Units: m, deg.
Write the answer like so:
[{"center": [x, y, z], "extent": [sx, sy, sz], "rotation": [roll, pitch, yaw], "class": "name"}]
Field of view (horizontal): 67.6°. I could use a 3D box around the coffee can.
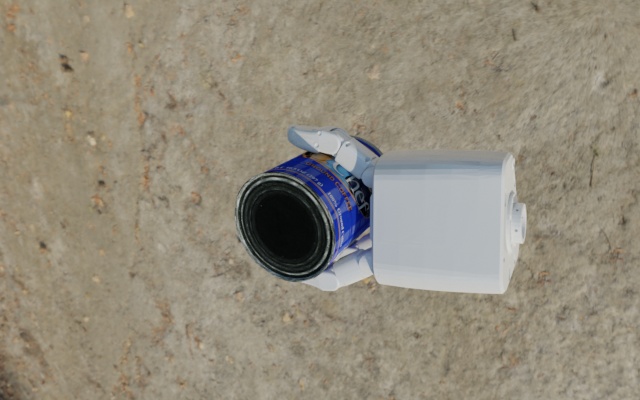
[{"center": [0.000, 0.001, 0.466], "extent": [0.103, 0.103, 0.140], "rotation": [0, 19, 31], "class": "coffee can"}]
